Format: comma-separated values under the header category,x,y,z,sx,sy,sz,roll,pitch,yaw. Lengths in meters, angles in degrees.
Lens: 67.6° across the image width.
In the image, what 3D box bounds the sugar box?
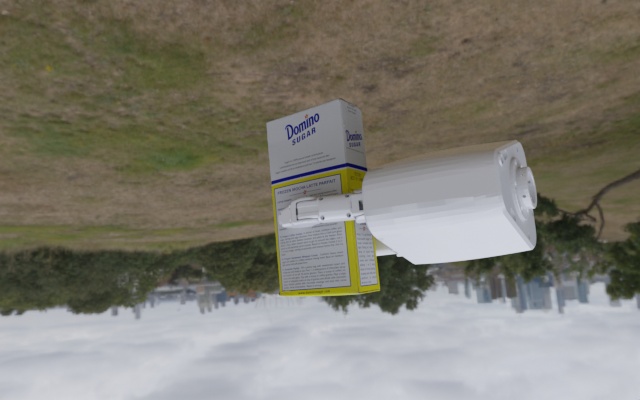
category,x,y,z,sx,sy,sz,roll,pitch,yaw
sugar box,0.001,0.002,0.458,0.093,0.176,0.048,-10,-12,34
